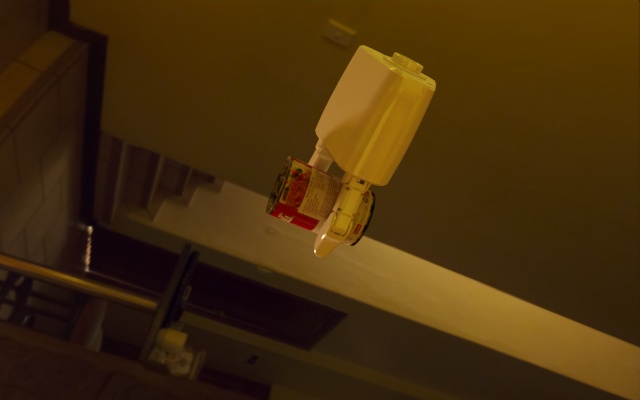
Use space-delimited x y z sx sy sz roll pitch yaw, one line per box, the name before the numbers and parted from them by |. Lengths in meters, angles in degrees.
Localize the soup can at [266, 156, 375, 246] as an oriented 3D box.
soup can | 0.000 0.002 0.522 0.102 0.068 0.068 22 -5 -12
